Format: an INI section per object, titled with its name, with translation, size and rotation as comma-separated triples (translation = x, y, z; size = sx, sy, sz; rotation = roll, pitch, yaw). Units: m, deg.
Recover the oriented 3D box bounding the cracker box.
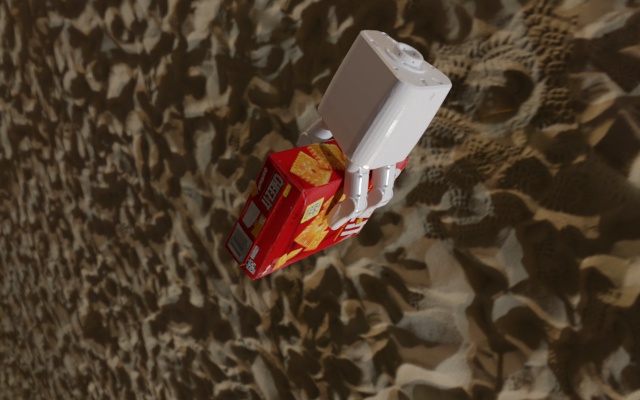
[cracker box]
translation = 0.000, 0.002, 0.621
size = 0.213, 0.072, 0.164
rotation = -18, -31, -45
